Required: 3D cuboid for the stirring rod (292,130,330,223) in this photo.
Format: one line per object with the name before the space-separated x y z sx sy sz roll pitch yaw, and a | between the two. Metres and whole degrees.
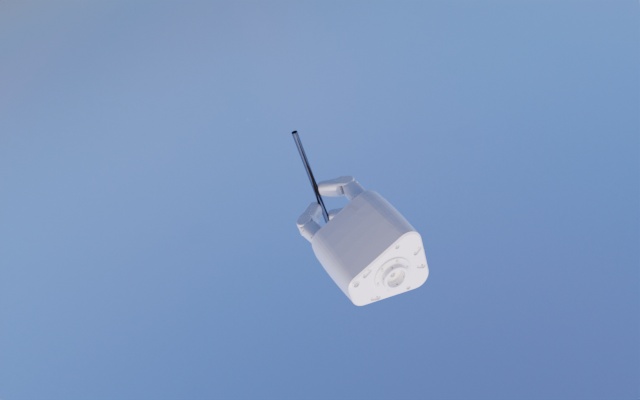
stirring rod | 0.000 0.002 0.696 0.011 0.240 0.011 -13 36 10
